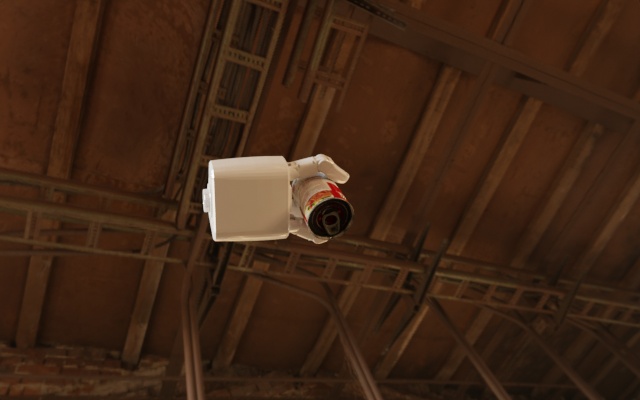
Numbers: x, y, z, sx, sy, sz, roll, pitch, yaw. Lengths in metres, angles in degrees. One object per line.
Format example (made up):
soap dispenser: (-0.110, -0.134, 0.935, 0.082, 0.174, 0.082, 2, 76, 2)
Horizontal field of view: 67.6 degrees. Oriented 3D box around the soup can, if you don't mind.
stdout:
soup can: (0.001, 0.002, 0.701, 0.068, 0.068, 0.102, 0, 29, -19)
